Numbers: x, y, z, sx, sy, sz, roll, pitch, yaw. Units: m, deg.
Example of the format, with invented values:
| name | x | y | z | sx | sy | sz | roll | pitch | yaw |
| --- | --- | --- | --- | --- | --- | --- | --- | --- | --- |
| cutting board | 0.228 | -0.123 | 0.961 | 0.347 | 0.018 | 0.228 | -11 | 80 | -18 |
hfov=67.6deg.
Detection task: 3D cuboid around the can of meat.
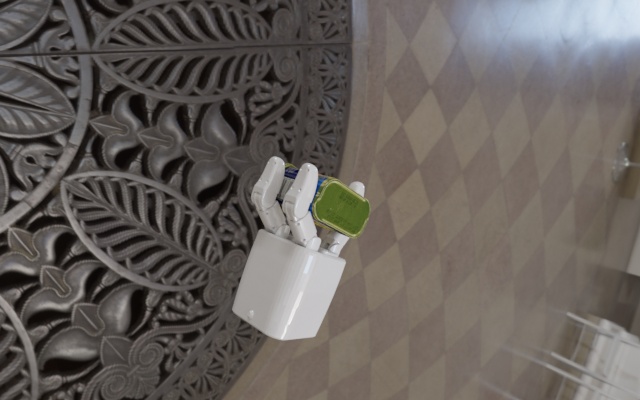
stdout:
| name | x | y | z | sx | sy | sz | roll | pitch | yaw |
| --- | --- | --- | --- | --- | --- | --- | --- | --- | --- |
| can of meat | 0.000 | 0.002 | 0.580 | 0.084 | 0.057 | 0.102 | 18 | -8 | 44 |
